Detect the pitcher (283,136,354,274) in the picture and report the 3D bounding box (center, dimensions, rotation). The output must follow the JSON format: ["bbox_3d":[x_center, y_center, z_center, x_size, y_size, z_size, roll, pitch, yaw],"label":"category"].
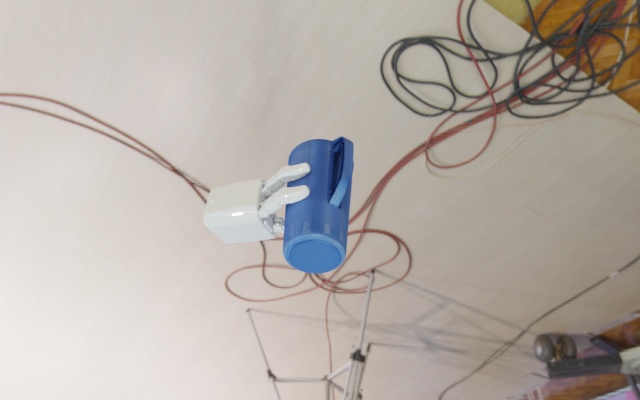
[{"bbox_3d":[0.000,0.003,0.877,0.145,0.242,0.149,-7,-45,11],"label":"pitcher"}]
